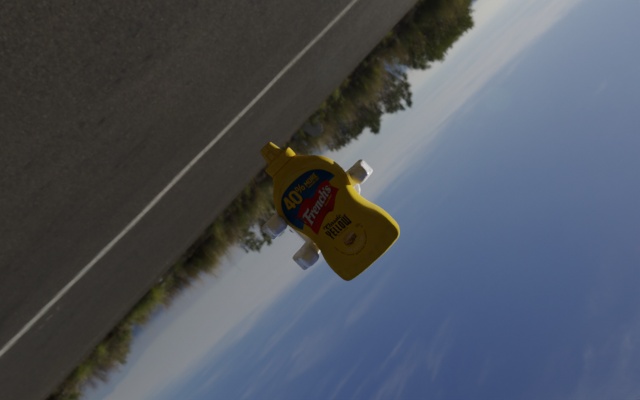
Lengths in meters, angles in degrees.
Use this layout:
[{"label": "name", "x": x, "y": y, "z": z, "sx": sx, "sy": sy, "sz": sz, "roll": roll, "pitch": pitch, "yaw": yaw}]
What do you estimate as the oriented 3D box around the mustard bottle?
[{"label": "mustard bottle", "x": 0.000, "y": 0.002, "z": 0.586, "sx": 0.096, "sy": 0.191, "sz": 0.058, "roll": -44, "pitch": 4, "yaw": 15}]
